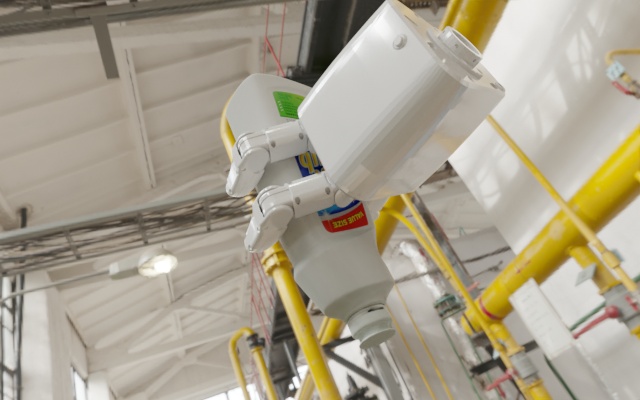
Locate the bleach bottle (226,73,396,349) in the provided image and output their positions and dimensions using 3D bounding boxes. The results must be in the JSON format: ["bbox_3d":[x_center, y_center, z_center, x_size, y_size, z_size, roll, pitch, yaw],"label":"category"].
[{"bbox_3d":[0.000,0.001,0.401,0.102,0.250,0.068,9,-46,-42],"label":"bleach bottle"}]
